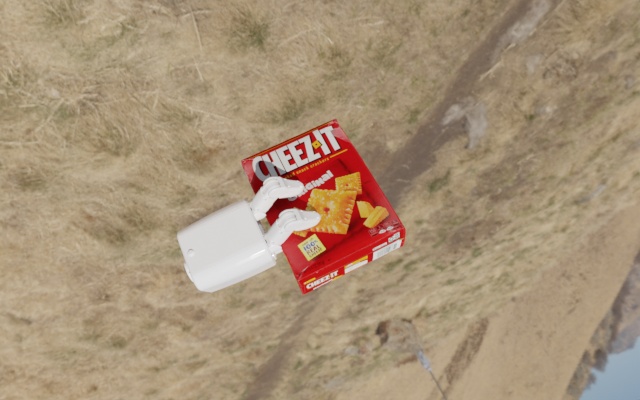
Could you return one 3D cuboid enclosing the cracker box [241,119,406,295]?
[{"bbox_3d":[0.000,0.002,0.695,0.164,0.213,0.072,-25,-27,-8],"label":"cracker box"}]
